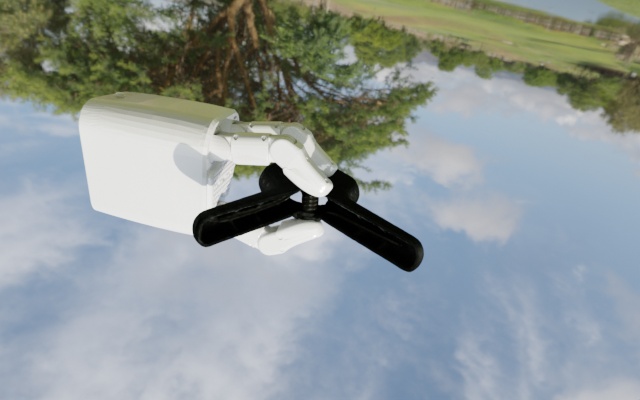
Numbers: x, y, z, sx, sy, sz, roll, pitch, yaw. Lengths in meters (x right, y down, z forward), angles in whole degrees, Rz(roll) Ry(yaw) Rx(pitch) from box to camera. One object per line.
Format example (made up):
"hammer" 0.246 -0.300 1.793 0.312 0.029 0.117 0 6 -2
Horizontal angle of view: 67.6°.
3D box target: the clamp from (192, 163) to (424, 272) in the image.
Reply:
"clamp" 0.000 0.002 0.419 0.164 0.036 0.210 11 20 2
